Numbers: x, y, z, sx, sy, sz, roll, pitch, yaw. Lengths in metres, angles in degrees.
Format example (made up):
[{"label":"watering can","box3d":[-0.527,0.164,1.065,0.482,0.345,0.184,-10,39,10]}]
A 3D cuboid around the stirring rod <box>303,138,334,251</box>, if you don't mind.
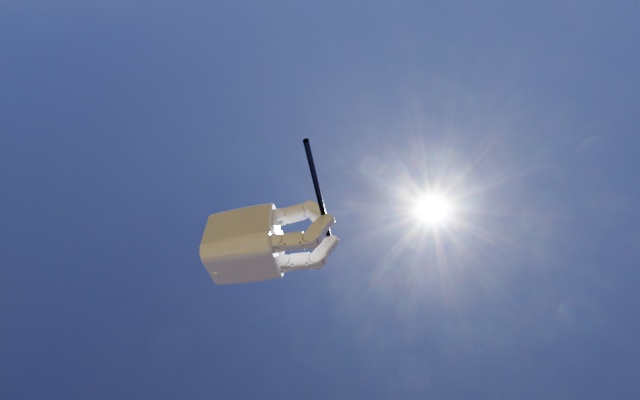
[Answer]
[{"label":"stirring rod","box3d":[0.000,0.002,0.685,0.011,0.011,0.240,0,-40,11]}]
